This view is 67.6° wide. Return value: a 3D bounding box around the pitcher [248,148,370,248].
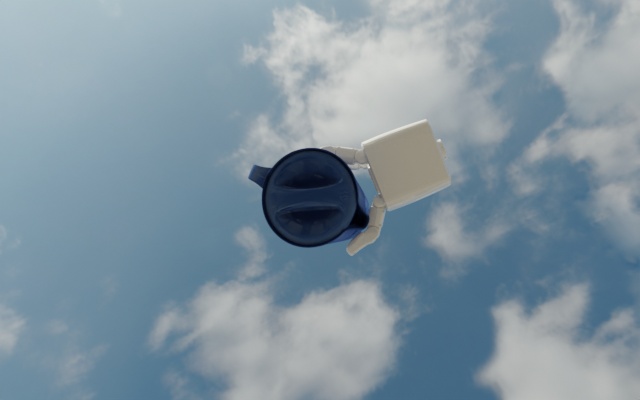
[{"bbox_3d":[0.000,0.002,0.743,0.145,0.149,0.243,-23,-10,9],"label":"pitcher"}]
